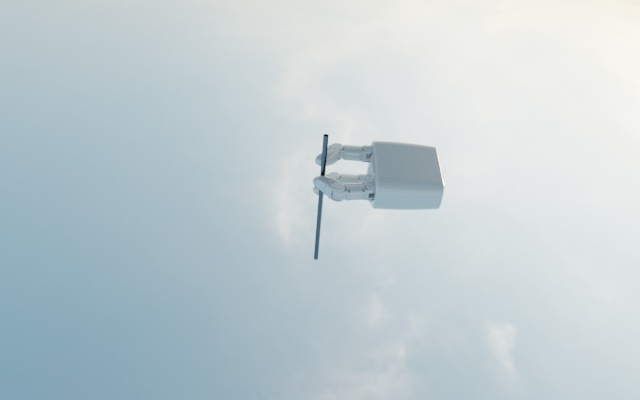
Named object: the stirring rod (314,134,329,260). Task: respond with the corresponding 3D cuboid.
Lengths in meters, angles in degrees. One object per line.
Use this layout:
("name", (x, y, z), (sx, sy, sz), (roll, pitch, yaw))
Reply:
("stirring rod", (0.000, 0.002, 0.776), (0.011, 0.240, 0.011), (3, 34, -2))
